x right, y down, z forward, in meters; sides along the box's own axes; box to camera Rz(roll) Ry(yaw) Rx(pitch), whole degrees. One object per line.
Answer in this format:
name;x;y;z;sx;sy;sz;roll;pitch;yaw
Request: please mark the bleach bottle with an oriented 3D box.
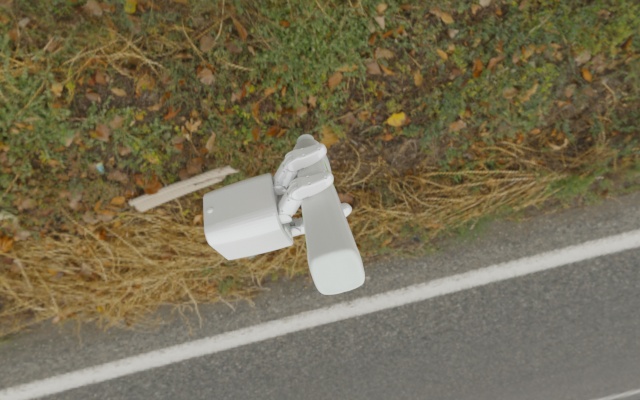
bleach bottle;0.000;0.002;0.691;0.068;0.250;0.103;-15;-40;2
